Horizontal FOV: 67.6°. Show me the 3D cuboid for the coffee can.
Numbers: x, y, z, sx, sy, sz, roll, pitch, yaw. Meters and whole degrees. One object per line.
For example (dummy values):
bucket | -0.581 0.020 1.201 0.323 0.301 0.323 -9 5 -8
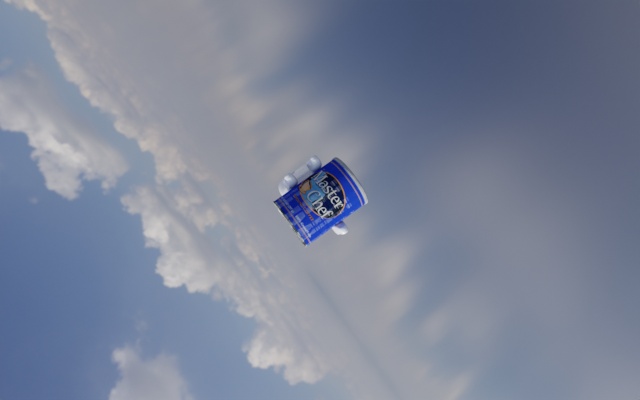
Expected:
coffee can | 0.000 0.003 0.866 0.140 0.103 0.103 -36 4 -6
